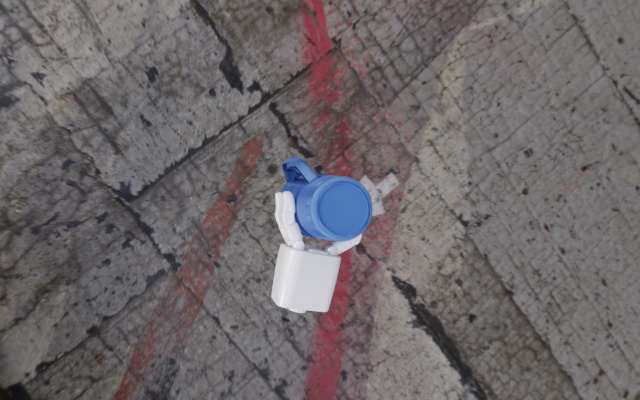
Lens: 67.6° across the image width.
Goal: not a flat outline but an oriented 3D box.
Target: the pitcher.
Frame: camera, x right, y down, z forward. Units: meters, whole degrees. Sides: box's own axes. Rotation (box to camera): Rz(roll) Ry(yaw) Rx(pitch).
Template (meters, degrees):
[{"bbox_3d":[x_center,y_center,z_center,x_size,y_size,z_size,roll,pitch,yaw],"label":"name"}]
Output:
[{"bbox_3d":[0.000,0.003,0.887,0.149,0.145,0.243,15,-3,-15],"label":"pitcher"}]
